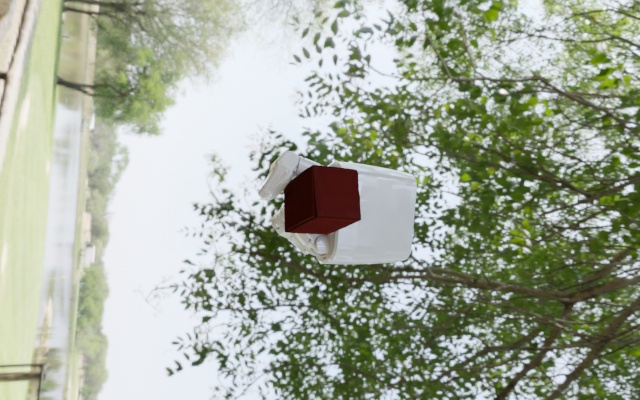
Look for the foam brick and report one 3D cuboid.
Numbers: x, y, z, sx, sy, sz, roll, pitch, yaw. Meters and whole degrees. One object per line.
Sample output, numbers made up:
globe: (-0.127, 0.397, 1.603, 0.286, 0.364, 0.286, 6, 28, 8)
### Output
foam brick: (0.000, 0.002, 0.485, 0.051, 0.053, 0.078, 5, -16, -25)
